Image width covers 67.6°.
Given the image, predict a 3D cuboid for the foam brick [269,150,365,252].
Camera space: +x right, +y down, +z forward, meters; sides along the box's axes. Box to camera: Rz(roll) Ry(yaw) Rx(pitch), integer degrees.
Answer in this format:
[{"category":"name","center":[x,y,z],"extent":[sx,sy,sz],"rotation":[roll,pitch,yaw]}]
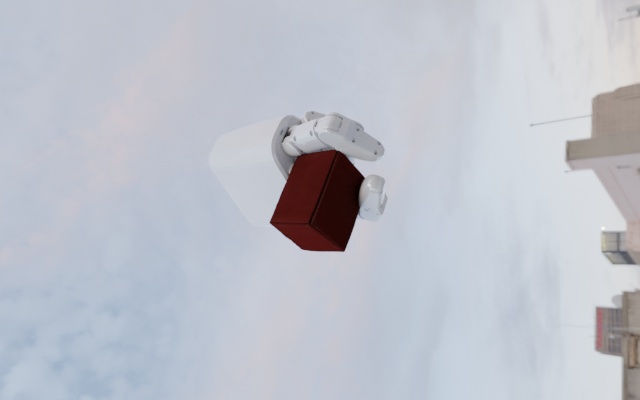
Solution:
[{"category":"foam brick","center":[0.000,0.002,0.431],"extent":[0.051,0.078,0.053],"rotation":[-3,-35,40]}]
